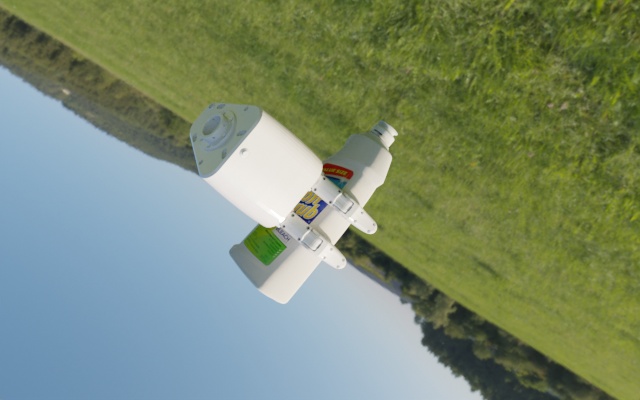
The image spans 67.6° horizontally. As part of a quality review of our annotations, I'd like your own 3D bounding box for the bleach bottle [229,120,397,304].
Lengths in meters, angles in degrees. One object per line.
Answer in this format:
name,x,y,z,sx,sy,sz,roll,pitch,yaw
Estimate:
bleach bottle,0.000,0.002,0.597,0.068,0.251,0.102,41,-2,-43
